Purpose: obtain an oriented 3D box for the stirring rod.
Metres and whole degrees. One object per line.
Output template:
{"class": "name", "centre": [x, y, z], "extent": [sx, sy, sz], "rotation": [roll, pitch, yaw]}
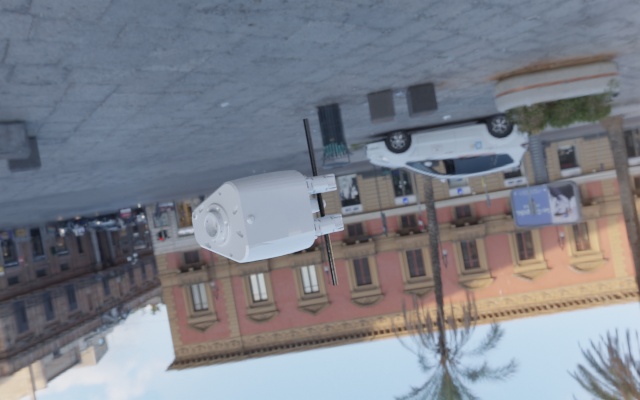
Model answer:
{"class": "stirring rod", "centre": [0.000, 0.002, 0.682], "extent": [0.011, 0.239, 0.011], "rotation": [-10, 1, 0]}
